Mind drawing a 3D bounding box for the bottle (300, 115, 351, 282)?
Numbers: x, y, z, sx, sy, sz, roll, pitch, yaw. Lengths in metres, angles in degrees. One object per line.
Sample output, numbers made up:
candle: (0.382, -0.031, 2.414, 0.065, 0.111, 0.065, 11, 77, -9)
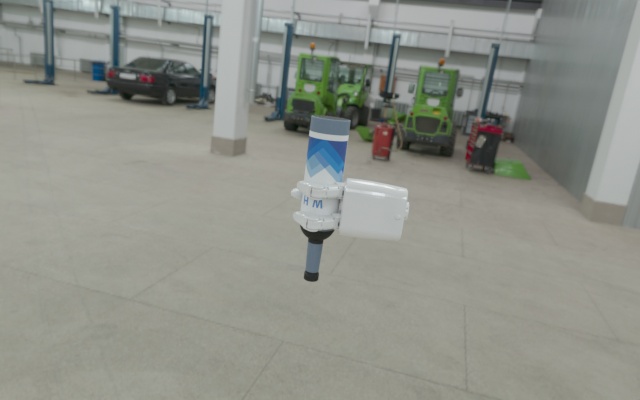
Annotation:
bottle: (0.000, 0.002, 0.839, 0.069, 0.296, 0.069, 7, 15, -2)
